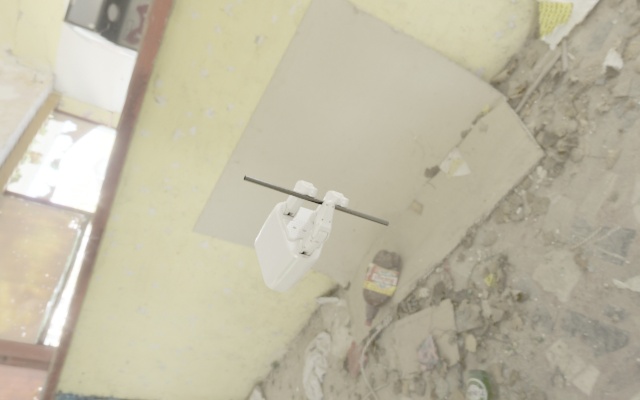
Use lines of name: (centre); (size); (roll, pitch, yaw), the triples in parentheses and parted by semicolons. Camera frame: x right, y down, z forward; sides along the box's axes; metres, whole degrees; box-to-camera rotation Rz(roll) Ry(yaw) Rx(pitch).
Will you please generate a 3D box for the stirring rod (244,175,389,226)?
stirring rod: (0.000, 0.002, 0.714); (0.239, 0.011, 0.011); (18, -7, -22)
